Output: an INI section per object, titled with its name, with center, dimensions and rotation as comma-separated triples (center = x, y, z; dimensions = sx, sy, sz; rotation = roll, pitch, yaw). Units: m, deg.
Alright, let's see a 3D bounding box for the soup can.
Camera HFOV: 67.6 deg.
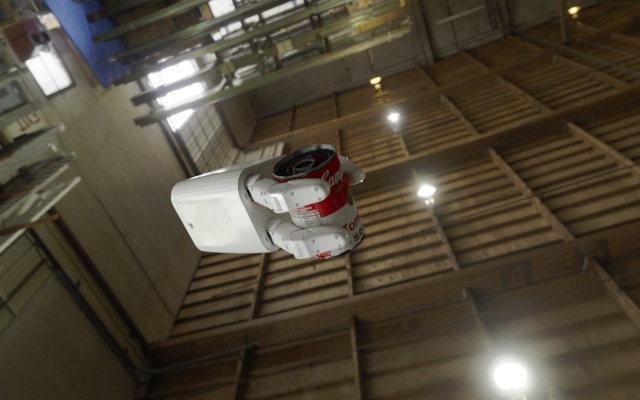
[soup can]
center = 0.001, 0.002, 0.496
dimensions = 0.068, 0.102, 0.068
rotation = -18, 26, 9
